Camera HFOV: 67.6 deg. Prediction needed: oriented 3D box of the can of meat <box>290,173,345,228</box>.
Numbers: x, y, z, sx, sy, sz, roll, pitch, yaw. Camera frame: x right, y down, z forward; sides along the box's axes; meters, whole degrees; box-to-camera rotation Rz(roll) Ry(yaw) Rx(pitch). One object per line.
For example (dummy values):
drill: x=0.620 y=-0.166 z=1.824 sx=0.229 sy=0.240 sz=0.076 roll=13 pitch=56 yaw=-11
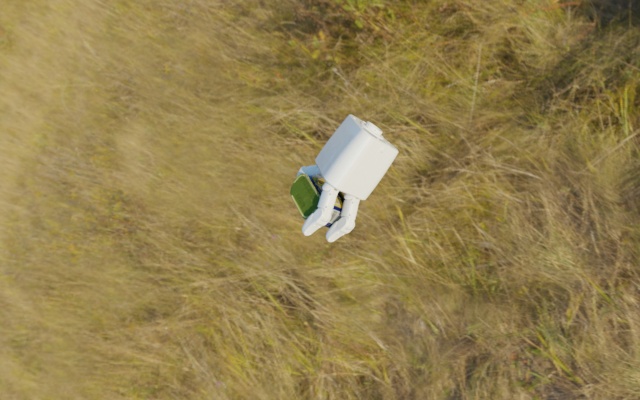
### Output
can of meat: x=0.000 y=0.003 z=0.871 sx=0.084 sy=0.057 sz=0.102 roll=22 pitch=25 yaw=-41
